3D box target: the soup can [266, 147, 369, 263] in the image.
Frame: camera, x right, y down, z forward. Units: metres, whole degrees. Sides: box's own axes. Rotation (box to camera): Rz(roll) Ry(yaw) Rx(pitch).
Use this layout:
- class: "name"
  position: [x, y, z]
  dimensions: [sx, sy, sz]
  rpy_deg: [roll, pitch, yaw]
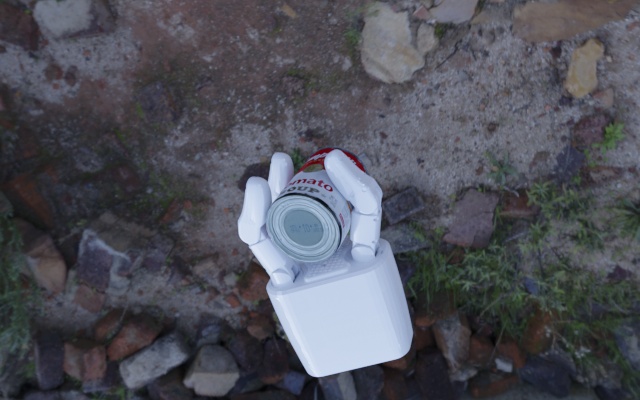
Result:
- class: "soup can"
  position: [0.000, 0.001, 0.430]
  dimensions: [0.068, 0.068, 0.102]
  rpy_deg: [0, 27, 20]
